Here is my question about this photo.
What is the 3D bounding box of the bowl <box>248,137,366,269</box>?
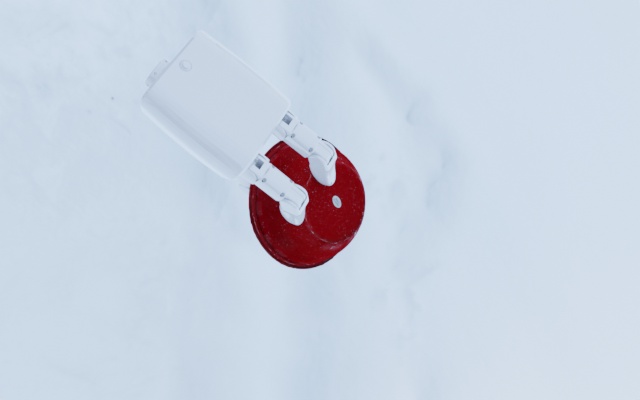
[{"bbox_3d":[0.001,0.002,0.551,0.162,0.162,0.055,0,1,-39],"label":"bowl"}]
